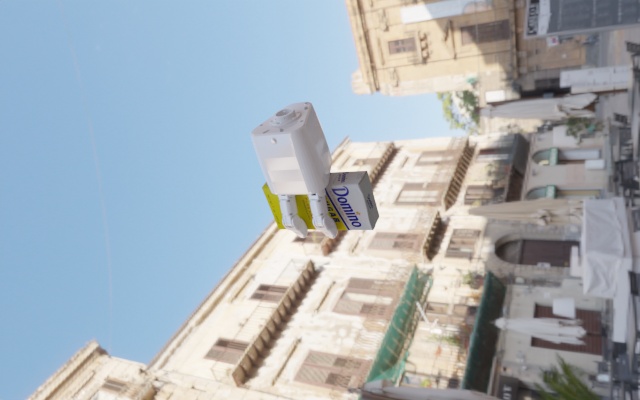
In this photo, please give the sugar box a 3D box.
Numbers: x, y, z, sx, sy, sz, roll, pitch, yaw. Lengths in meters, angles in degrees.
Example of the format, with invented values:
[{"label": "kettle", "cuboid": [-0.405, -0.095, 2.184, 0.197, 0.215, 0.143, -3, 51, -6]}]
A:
[{"label": "sugar box", "cuboid": [0.000, 0.003, 0.783, 0.176, 0.093, 0.048, 0, 36, 29]}]
